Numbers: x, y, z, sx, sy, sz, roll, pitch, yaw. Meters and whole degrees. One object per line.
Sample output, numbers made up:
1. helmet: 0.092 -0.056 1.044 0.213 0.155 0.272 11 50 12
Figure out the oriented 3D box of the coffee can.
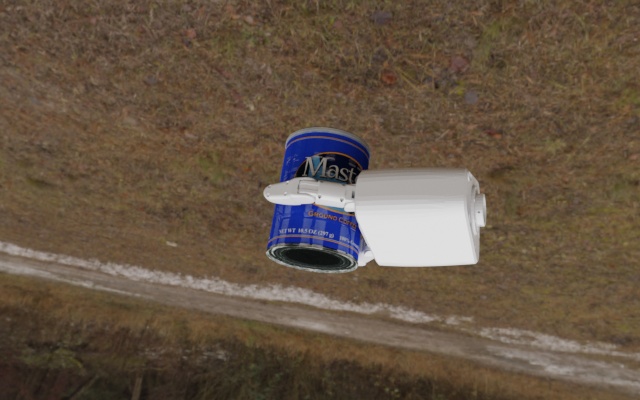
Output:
1. coffee can: 0.000 0.002 0.548 0.103 0.140 0.103 7 -22 3
